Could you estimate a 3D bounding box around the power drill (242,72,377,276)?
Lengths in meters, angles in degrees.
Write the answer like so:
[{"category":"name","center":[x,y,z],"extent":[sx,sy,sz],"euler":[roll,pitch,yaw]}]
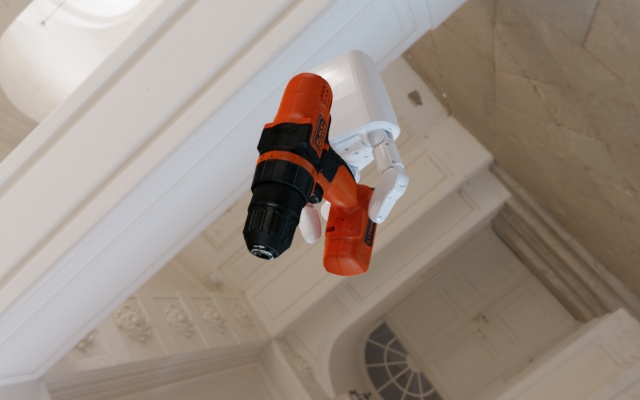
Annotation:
[{"category":"power drill","center":[0.000,0.002,0.461],"extent":[0.057,0.184,0.188],"euler":[0,-32,25]}]
